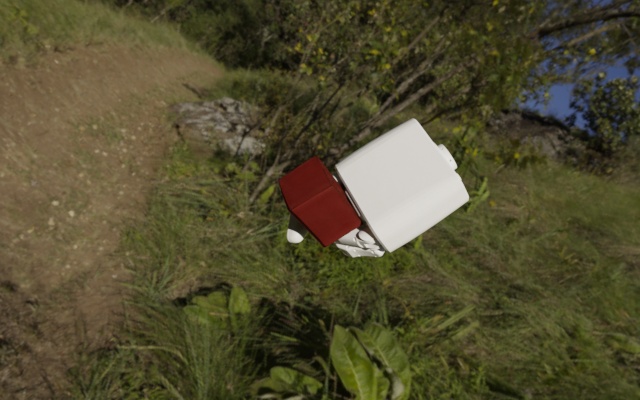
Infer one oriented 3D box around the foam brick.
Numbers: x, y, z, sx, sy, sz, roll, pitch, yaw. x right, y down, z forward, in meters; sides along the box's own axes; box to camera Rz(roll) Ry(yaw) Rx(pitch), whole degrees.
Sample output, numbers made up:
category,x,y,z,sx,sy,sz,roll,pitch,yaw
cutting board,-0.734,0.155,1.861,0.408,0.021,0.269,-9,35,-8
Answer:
category,x,y,z,sx,sy,sz,roll,pitch,yaw
foam brick,0.000,0.002,0.508,0.051,0.053,0.078,-32,-45,9
